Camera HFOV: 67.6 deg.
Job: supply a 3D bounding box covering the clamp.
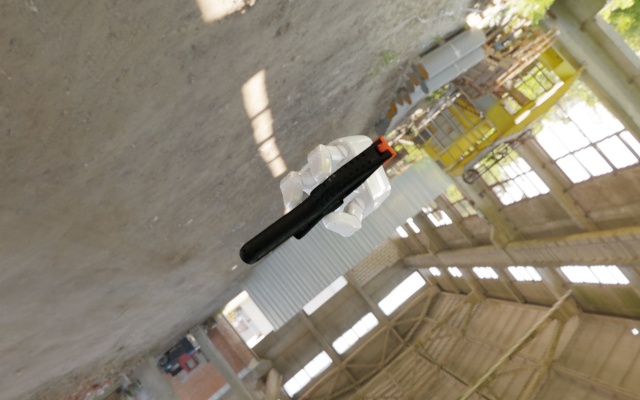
[{"bbox_3d":[0.001,0.002,0.579,0.210,0.036,0.164,-41,-6,26],"label":"clamp"}]
